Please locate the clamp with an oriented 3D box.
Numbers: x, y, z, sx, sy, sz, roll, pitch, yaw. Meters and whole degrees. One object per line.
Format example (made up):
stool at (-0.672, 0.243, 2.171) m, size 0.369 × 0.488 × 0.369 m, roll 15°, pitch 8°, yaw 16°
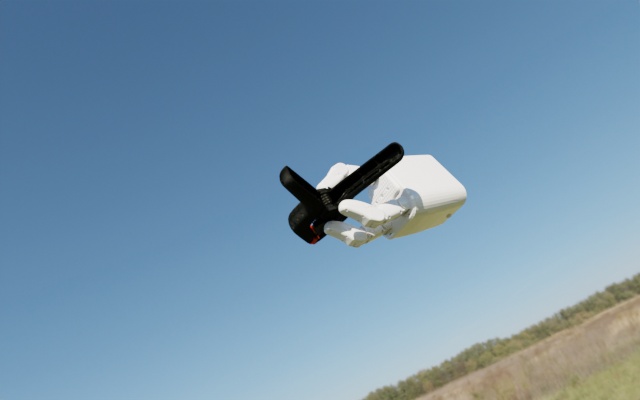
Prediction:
clamp at (0.000, 0.002, 0.631) m, size 0.164 × 0.036 × 0.210 m, roll -10°, pitch -28°, yaw -29°
